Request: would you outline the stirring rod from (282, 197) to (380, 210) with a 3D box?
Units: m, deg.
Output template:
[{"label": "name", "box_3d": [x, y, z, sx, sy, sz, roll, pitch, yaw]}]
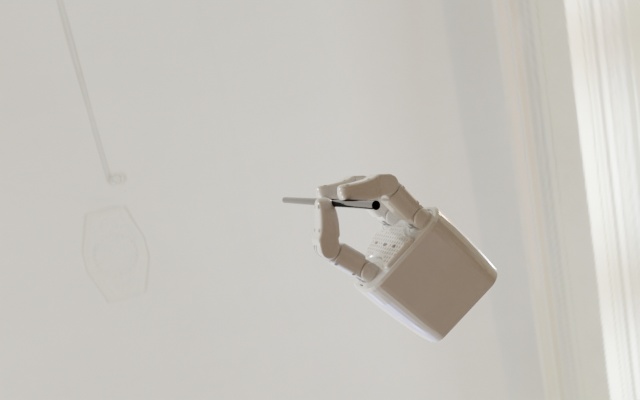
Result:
[{"label": "stirring rod", "box_3d": [0.000, 0.002, 0.502, 0.011, 0.011, 0.239, 0, 1, -22]}]
